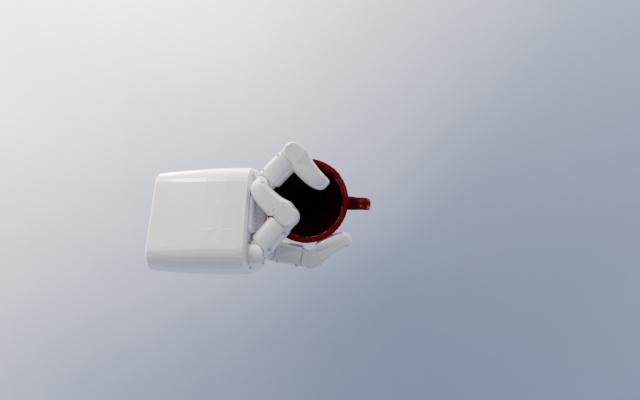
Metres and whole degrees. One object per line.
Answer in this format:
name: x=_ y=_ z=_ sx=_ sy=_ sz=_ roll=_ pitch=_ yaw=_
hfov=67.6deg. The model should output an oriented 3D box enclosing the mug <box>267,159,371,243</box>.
mug: x=0.002 y=0.002 z=0.561 sx=0.117 sy=0.093 sz=0.081 roll=0 pitch=-3 yaw=6
